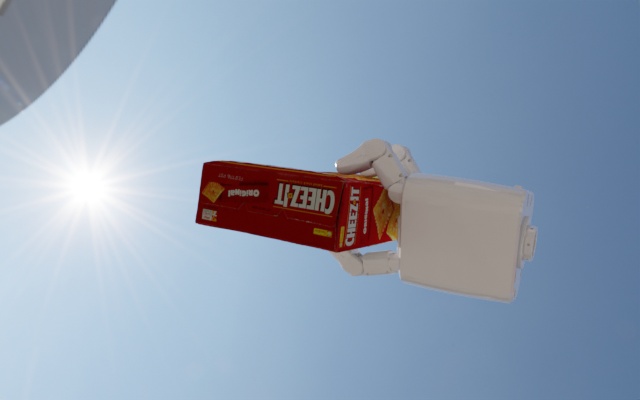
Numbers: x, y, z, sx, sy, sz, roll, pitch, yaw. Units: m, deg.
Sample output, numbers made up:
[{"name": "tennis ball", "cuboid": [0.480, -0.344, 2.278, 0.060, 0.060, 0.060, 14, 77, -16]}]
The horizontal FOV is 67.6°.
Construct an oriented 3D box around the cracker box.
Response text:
[{"name": "cracker box", "cuboid": [0.000, 0.002, 0.525, 0.164, 0.072, 0.214, 8, 3, 29]}]
